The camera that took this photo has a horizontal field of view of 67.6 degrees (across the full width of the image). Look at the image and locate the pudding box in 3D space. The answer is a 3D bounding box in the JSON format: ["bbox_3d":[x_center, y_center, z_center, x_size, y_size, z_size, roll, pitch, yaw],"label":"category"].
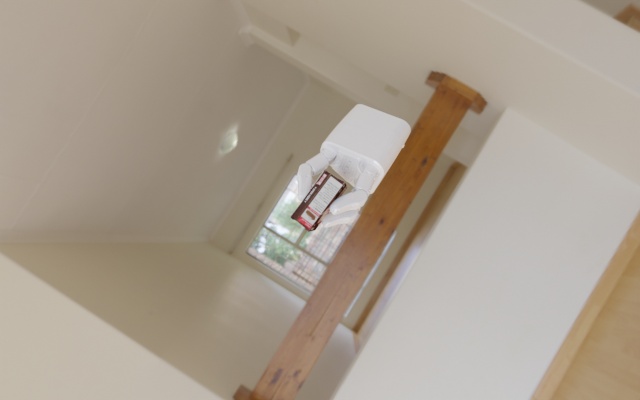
[{"bbox_3d":[0.000,0.002,0.733,0.039,0.090,0.113,36,1,7],"label":"pudding box"}]
